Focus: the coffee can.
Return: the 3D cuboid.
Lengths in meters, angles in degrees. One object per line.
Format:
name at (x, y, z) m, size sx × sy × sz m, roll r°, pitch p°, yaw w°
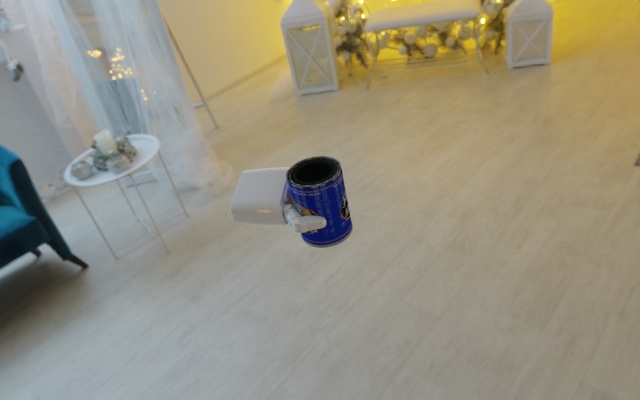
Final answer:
coffee can at (0.000, 0.003, 0.893) m, size 0.103 × 0.140 × 0.102 m, roll -9°, pitch 35°, yaw 6°
